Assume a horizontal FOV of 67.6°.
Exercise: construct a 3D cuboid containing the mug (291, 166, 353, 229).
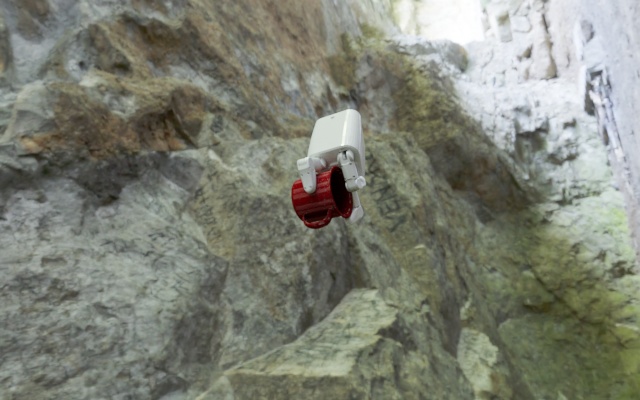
[{"bbox_3d":[0.000,0.004,0.836,0.081,0.117,0.093,-13,-45,25],"label":"mug"}]
